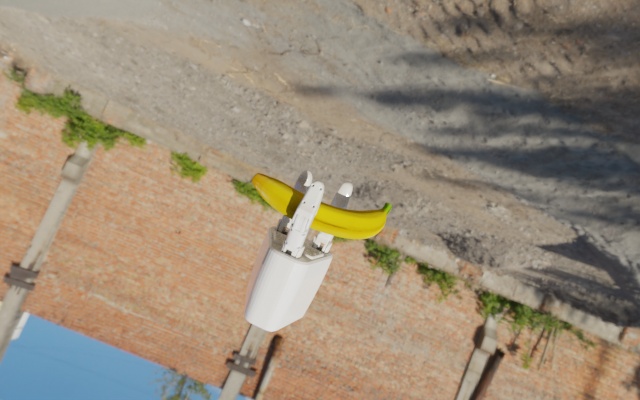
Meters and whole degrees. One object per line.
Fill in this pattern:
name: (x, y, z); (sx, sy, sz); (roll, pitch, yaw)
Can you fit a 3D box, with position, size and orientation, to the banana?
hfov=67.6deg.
banana: (0.005, 0.013, 0.620); (0.198, 0.037, 0.069); (14, 32, -16)
